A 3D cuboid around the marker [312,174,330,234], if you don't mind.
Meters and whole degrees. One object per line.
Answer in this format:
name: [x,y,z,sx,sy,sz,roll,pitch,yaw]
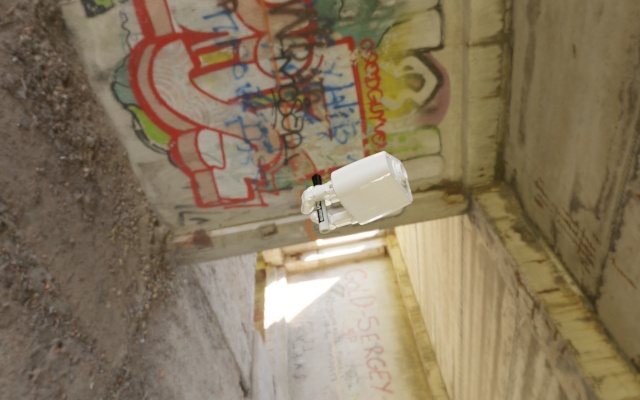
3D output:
marker: [0.000,0.003,0.873,0.020,0.121,0.020,-7,-30,-4]
